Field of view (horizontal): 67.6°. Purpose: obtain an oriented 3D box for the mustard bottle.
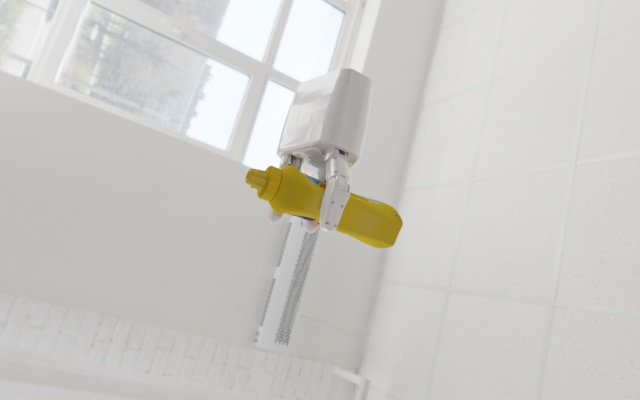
[{"bbox_3d":[0.000,0.002,0.580,0.192,0.058,0.096,21,5,-24],"label":"mustard bottle"}]
